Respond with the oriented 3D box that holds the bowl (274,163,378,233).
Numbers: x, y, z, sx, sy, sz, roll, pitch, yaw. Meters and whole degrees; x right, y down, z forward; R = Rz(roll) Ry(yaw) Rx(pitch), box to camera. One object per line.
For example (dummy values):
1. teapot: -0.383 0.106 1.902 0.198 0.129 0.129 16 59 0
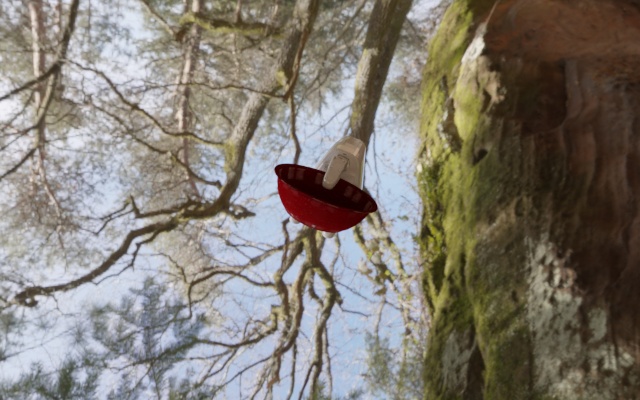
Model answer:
1. bowl: -0.001 0.003 0.703 0.162 0.055 0.162 20 16 -6
